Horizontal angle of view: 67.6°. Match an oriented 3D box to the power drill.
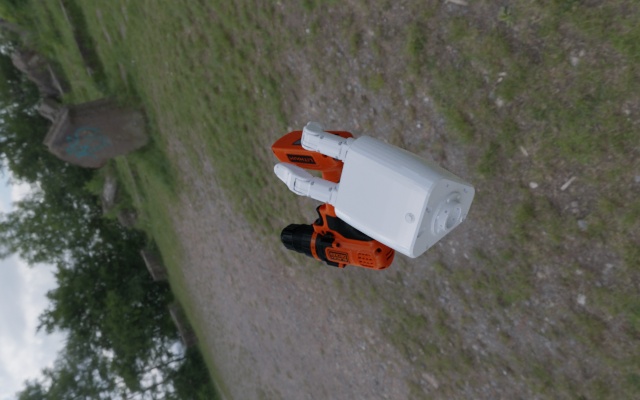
[{"bbox_3d":[0.000,0.002,0.630,0.184,0.188,0.057,5,36,37],"label":"power drill"}]
